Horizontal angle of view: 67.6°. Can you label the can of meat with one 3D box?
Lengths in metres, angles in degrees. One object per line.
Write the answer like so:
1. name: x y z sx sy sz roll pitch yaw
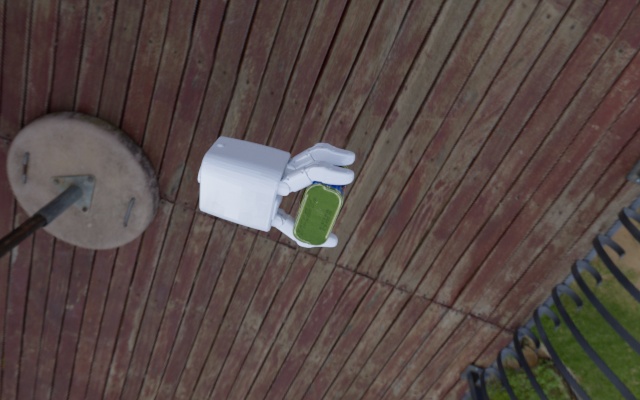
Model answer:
1. can of meat: 0.000 0.002 0.677 0.057 0.102 0.084 19 30 -3
